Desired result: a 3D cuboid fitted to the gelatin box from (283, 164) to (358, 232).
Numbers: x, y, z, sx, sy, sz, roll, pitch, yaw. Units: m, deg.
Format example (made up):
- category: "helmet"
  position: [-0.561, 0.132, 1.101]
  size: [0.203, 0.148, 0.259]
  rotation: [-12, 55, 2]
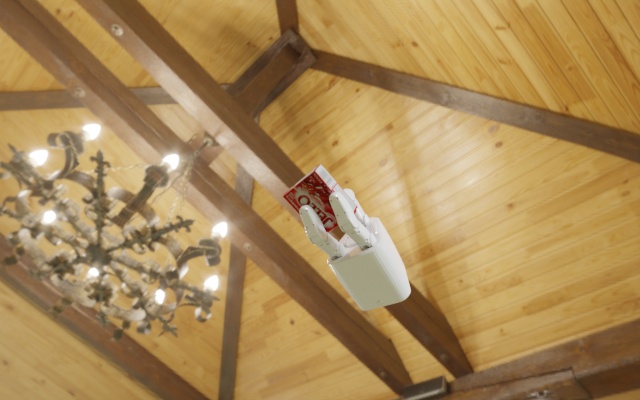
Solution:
- category: "gelatin box"
  position: [0.000, 0.002, 0.717]
  size: [0.073, 0.089, 0.030]
  rotation: [-37, 9, 33]
